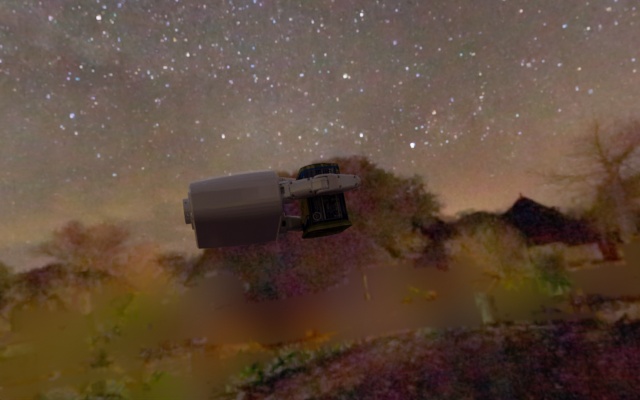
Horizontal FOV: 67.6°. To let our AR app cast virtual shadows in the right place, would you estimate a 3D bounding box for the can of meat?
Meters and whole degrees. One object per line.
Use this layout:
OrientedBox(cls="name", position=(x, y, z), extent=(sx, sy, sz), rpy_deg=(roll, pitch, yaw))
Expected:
OrientedBox(cls="can of meat", position=(0.000, 0.002, 0.638), extent=(0.057, 0.084, 0.102), rpy_deg=(-8, -10, -11))
